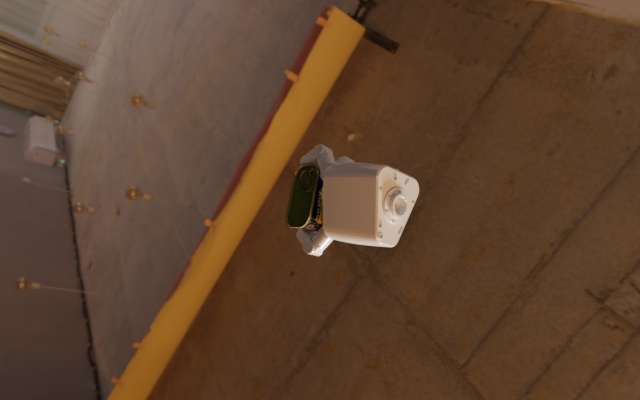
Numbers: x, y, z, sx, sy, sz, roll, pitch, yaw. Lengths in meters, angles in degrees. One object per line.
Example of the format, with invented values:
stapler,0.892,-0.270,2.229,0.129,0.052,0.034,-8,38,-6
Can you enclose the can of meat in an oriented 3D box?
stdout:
can of meat,0.000,0.003,0.757,0.084,0.102,0.057,19,-13,-39
